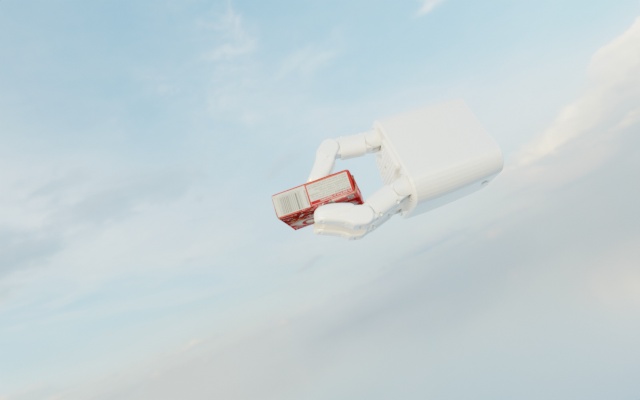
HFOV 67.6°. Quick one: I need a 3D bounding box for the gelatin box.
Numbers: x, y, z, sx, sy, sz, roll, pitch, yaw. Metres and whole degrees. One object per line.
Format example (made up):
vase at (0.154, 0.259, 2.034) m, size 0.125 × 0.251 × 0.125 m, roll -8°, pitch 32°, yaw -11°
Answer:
gelatin box at (0.000, 0.001, 0.524) m, size 0.089 × 0.030 × 0.073 m, roll -19°, pitch -16°, yaw 7°
